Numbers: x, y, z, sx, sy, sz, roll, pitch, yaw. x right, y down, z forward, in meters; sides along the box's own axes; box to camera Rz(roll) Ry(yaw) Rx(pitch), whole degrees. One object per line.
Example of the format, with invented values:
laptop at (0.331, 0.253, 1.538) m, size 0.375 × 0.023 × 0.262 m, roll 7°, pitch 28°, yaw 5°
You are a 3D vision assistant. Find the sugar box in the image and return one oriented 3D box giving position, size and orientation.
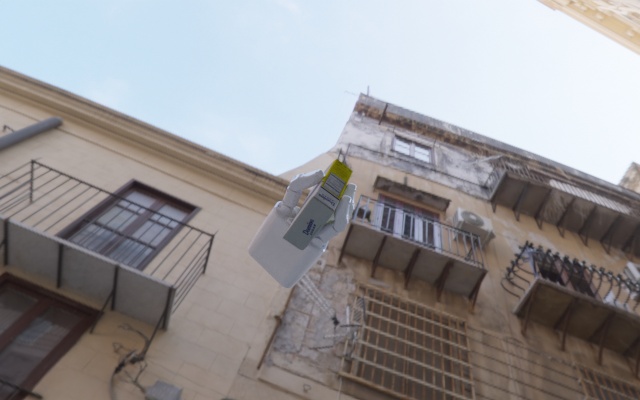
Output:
sugar box at (0.001, 0.003, 0.792) m, size 0.048 × 0.093 × 0.176 m, roll 34°, pitch 28°, yaw -5°
